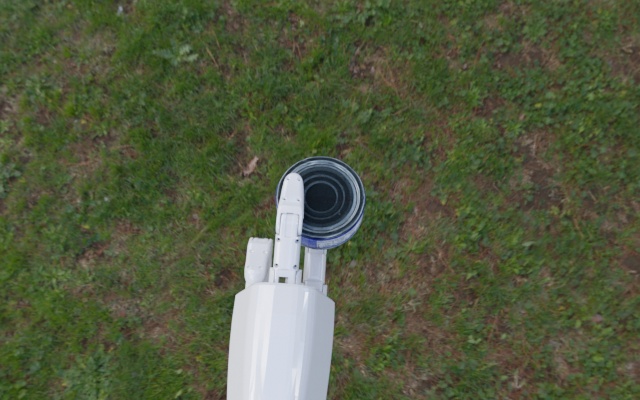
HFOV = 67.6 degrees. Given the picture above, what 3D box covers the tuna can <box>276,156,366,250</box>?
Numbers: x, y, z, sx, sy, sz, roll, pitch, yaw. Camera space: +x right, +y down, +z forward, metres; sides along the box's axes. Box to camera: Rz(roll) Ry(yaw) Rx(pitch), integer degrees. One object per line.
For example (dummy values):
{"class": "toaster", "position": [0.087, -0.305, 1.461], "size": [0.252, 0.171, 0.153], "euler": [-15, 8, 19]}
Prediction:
{"class": "tuna can", "position": [0.000, 0.001, 0.457], "size": [0.086, 0.086, 0.034], "euler": [0, -22, 0]}
